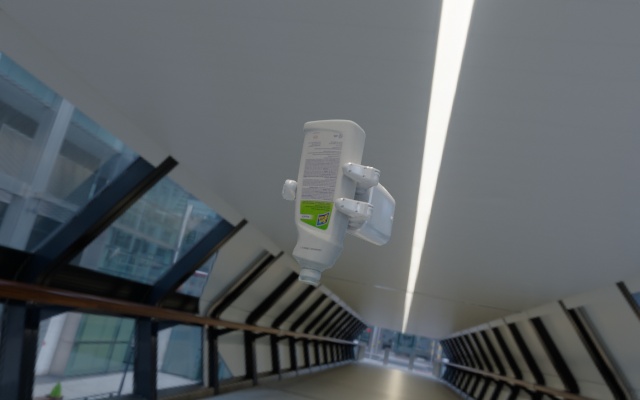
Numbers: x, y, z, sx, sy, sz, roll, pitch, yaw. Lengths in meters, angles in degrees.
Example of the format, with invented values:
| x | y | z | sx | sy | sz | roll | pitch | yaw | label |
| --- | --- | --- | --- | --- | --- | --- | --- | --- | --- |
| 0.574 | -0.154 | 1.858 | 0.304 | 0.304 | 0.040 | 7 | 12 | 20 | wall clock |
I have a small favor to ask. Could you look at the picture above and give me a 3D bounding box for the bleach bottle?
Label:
| x | y | z | sx | sy | sz | roll | pitch | yaw | label |
| --- | --- | --- | --- | --- | --- | --- | --- | --- | --- |
| 0.000 | 0.002 | 0.737 | 0.102 | 0.250 | 0.068 | 2 | -17 | 33 | bleach bottle |
